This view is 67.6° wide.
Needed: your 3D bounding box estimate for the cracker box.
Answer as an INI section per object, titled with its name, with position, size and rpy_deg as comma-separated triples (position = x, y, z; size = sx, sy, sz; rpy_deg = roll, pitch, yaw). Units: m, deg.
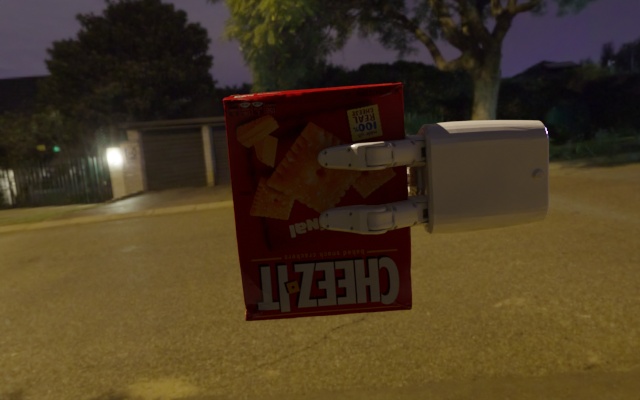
[cracker box]
position = 0.000, 0.001, 0.464
size = 0.164, 0.214, 0.072
rpy_deg = -4, 8, 0
